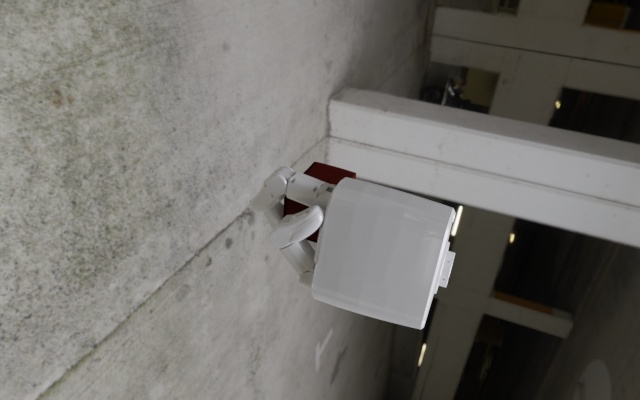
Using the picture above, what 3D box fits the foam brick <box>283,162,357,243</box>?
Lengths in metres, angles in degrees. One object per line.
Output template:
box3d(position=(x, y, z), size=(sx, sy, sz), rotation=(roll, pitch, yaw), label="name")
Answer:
box3d(position=(0.000, 0.001, 0.503), size=(0.051, 0.053, 0.078), rotation=(15, 32, 17), label="foam brick")
